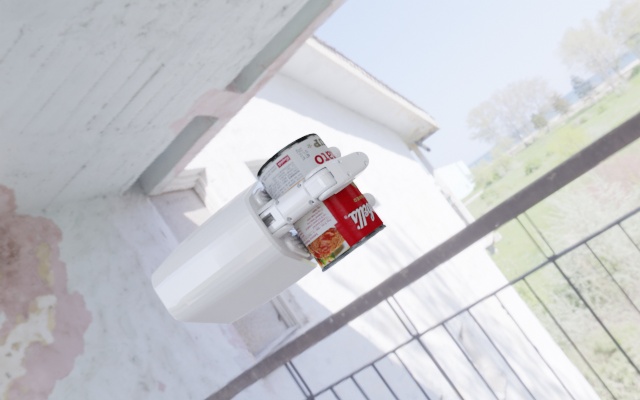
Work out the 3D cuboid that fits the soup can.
[{"bbox_3d":[0.000,0.001,0.414,0.068,0.102,0.068,-35,-6,-5],"label":"soup can"}]
